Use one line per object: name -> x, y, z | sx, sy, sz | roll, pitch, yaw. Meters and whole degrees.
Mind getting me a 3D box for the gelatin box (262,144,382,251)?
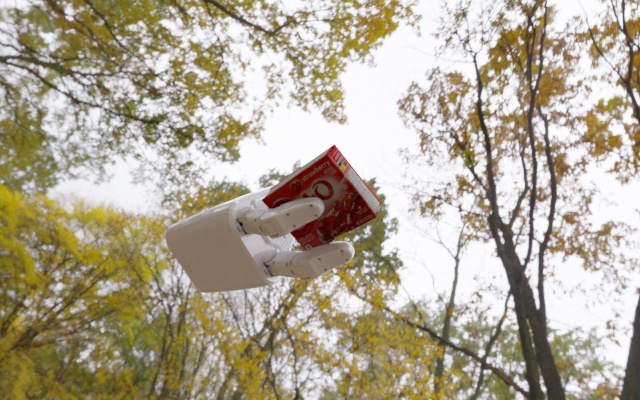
gelatin box -> 0.000, 0.001, 0.449 | 0.089, 0.073, 0.030 | -32, 14, 31
